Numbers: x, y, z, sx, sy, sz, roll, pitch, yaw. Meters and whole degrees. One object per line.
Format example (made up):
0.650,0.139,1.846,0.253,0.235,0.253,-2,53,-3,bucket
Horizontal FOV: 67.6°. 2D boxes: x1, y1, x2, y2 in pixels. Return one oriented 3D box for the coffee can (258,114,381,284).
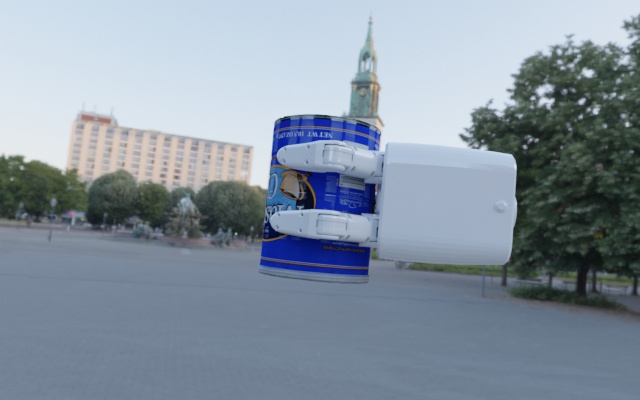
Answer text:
0.000,0.002,0.447,0.103,0.140,0.103,5,-5,0,coffee can
